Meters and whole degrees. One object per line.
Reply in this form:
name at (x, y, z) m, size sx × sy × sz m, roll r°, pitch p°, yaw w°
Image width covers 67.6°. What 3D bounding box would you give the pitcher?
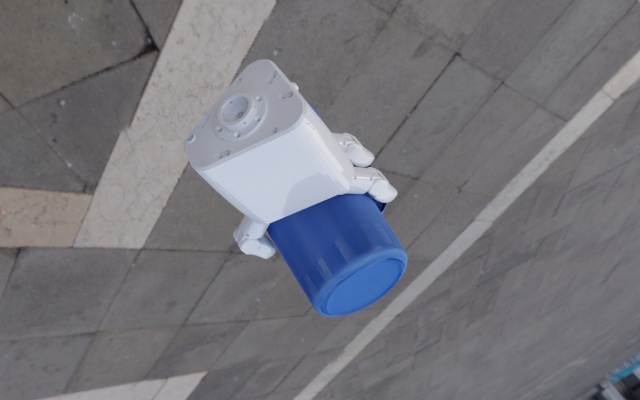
pitcher at (0.000, 0.002, 0.545) m, size 0.149 × 0.242 × 0.145 m, roll -36°, pitch -34°, yaw 4°
